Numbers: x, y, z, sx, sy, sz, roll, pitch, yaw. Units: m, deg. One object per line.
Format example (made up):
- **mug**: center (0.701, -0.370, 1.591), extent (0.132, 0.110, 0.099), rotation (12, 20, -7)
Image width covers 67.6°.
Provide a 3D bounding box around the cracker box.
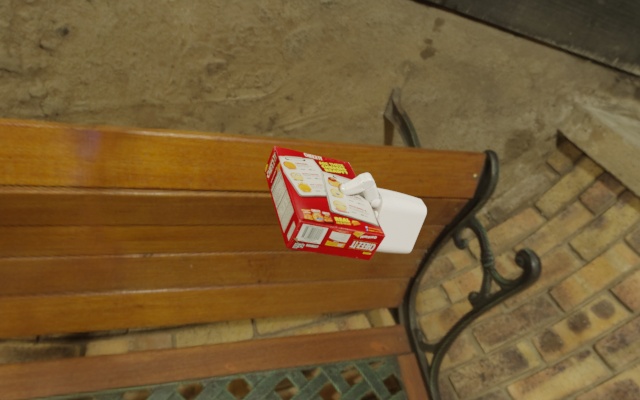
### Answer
- **cracker box**: center (0.000, 0.003, 0.853), extent (0.164, 0.072, 0.213), rotation (11, 35, -27)
